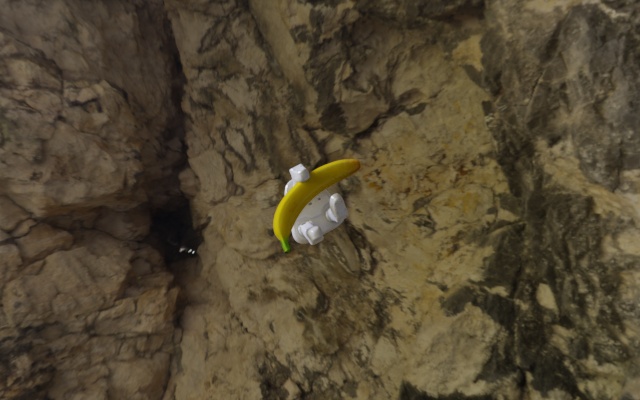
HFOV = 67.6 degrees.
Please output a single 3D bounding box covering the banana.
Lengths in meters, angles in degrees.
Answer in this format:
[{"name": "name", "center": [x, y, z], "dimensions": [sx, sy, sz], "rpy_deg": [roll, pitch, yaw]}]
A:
[{"name": "banana", "center": [-0.017, -0.006, 0.782], "dimensions": [0.069, 0.197, 0.037], "rpy_deg": [36, -15, 12]}]
